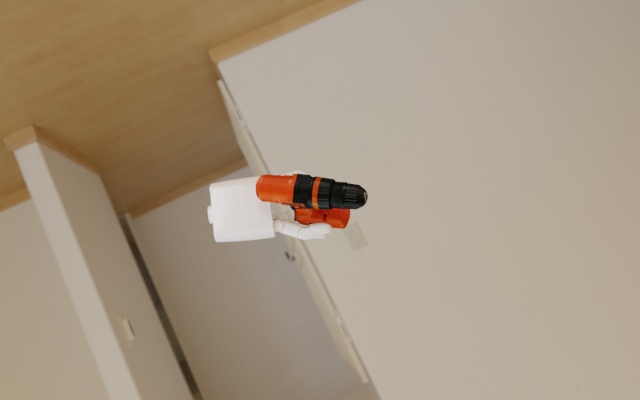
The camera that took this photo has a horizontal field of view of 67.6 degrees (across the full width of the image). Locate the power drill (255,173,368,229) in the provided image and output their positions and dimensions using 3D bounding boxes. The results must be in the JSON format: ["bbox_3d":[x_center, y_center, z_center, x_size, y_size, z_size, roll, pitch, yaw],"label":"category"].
[{"bbox_3d":[0.000,0.003,0.829,0.184,0.057,0.188,8,-14,15],"label":"power drill"}]
